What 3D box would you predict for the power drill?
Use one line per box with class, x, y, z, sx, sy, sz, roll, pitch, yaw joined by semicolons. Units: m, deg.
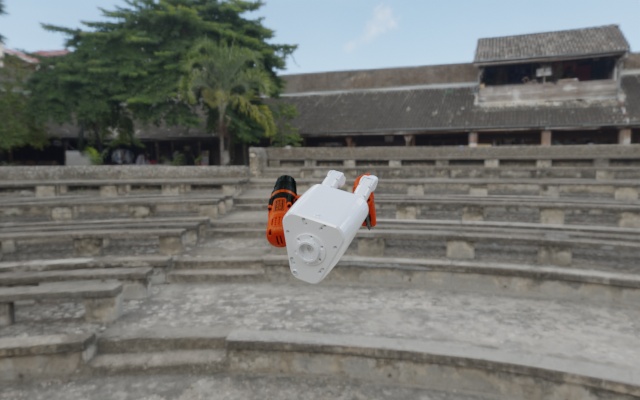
power drill;0.001;0.003;0.838;0.187;0.057;0.184;-10;36;8
